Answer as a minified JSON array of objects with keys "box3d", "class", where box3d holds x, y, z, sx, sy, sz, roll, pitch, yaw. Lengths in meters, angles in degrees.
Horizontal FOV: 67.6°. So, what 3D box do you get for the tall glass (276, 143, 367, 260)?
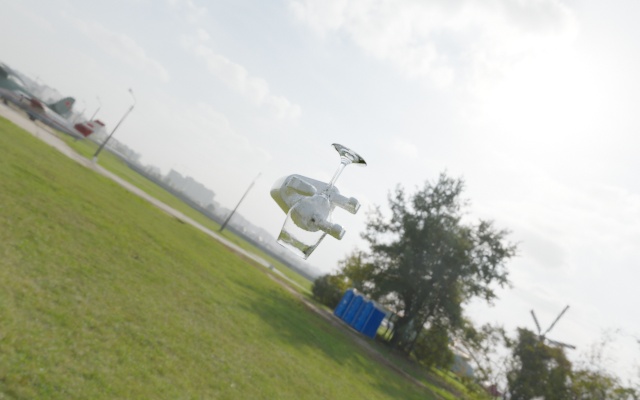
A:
[{"box3d":[0.000,0.002,0.836,0.079,0.201,0.079,30,-9,5],"class":"tall glass"}]
